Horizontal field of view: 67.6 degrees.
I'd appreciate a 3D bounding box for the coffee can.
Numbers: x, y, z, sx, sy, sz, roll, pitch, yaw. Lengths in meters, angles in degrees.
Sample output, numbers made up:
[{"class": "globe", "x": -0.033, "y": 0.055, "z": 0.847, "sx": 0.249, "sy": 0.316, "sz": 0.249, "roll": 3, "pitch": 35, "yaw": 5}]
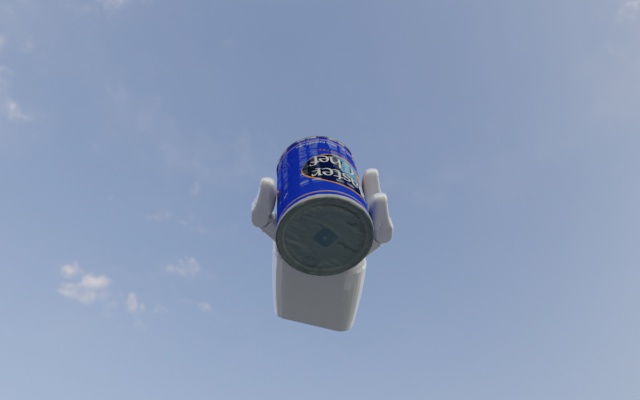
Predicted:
[{"class": "coffee can", "x": 0.000, "y": 0.002, "z": 0.549, "sx": 0.103, "sy": 0.103, "sz": 0.140, "roll": 0, "pitch": 33, "yaw": -5}]
